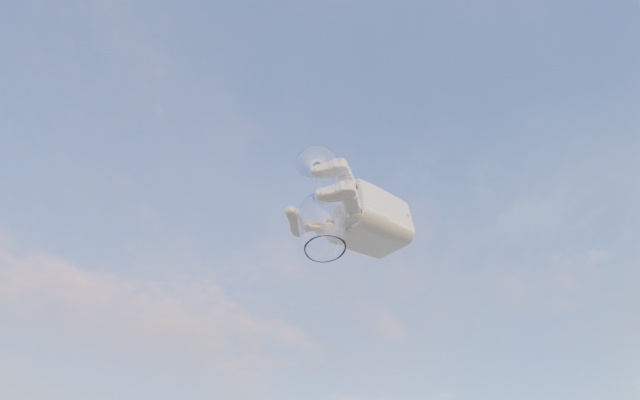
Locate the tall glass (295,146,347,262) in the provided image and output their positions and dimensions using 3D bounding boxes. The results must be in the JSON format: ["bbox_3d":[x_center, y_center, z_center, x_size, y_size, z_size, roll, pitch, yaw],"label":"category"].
[{"bbox_3d":[0.000,0.002,0.766,0.079,0.079,0.200,0,44,-5],"label":"tall glass"}]
